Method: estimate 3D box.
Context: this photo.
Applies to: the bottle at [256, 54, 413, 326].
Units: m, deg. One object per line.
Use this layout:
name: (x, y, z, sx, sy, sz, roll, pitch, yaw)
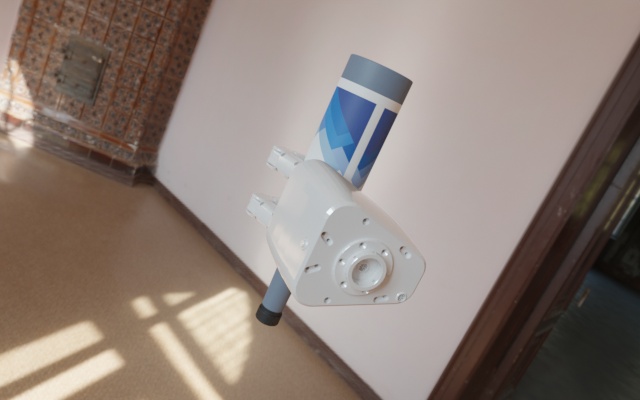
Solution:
bottle: (0.000, 0.001, 0.497, 0.069, 0.296, 0.069, 23, 13, -6)
